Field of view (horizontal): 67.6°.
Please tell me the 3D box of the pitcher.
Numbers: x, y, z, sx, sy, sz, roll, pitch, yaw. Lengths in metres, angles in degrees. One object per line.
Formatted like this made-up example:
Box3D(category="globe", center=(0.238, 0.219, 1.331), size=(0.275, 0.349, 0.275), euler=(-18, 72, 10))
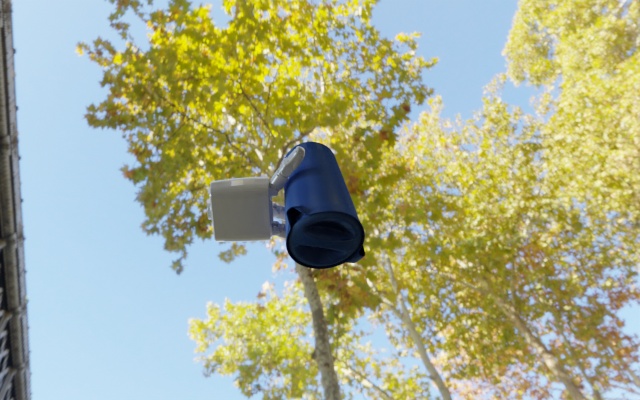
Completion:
Box3D(category="pitcher", center=(0.000, 0.003, 0.883), size=(0.145, 0.149, 0.242), euler=(-4, 39, -6))
